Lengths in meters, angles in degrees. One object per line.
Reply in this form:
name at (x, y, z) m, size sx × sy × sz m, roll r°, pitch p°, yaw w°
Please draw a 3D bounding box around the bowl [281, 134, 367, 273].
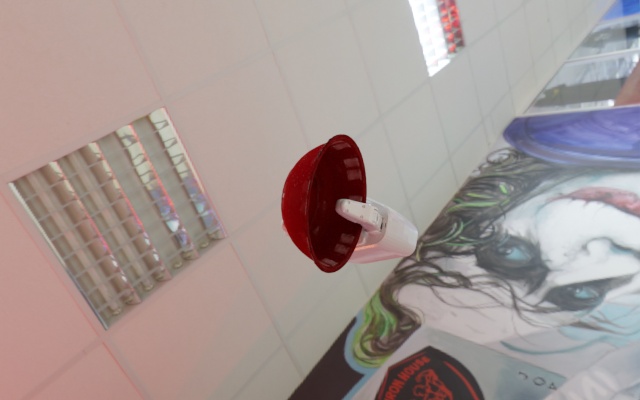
bowl at (-0.001, 0.001, 0.565) m, size 0.055 × 0.162 × 0.162 m, roll 6°, pitch 3°, yaw 27°
